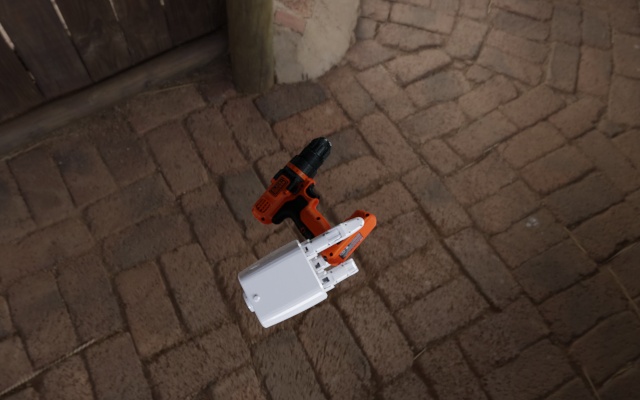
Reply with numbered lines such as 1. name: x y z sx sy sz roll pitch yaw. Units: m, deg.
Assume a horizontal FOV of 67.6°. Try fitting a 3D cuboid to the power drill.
1. power drill: 0.000 0.003 0.801 0.187 0.184 0.057 39 -2 26
